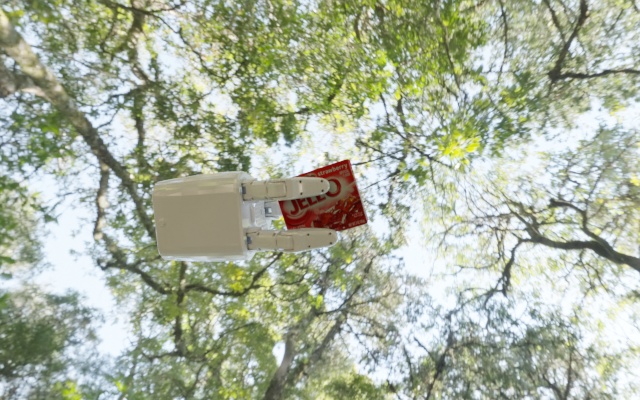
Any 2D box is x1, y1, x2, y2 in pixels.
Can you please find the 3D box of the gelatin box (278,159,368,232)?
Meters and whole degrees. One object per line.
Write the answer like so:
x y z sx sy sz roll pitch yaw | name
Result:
0.000 0.002 0.525 0.089 0.073 0.030 -17 3 8 | gelatin box
